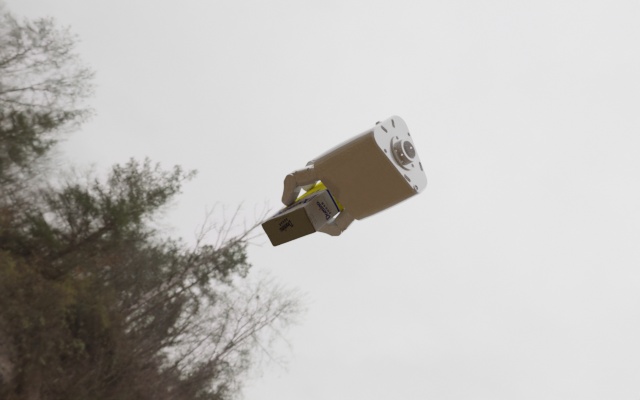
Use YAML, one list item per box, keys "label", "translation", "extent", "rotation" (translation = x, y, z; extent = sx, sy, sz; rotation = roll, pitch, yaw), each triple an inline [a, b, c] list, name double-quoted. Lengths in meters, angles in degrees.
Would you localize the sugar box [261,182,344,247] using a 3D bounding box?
- label: "sugar box"
  translation: [0.000, 0.002, 0.721]
  extent: [0.093, 0.048, 0.176]
  rotation: [-22, 8, 41]
